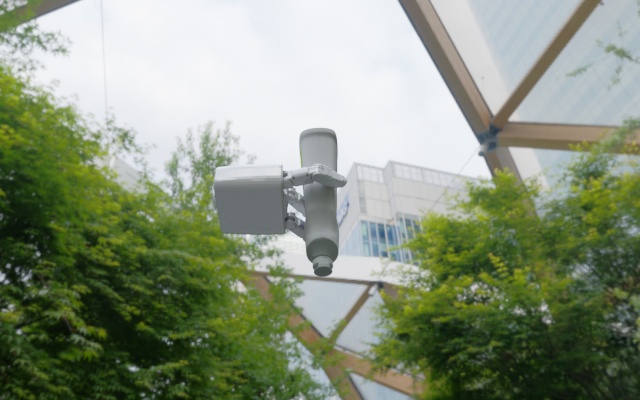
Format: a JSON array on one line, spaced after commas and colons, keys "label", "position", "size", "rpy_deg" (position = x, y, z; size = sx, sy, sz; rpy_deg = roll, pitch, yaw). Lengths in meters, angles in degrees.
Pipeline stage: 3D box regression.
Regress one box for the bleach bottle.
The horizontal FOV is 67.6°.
[{"label": "bleach bottle", "position": [0.000, 0.003, 0.773], "size": [0.068, 0.250, 0.103], "rpy_deg": [-3, -39, 1]}]
